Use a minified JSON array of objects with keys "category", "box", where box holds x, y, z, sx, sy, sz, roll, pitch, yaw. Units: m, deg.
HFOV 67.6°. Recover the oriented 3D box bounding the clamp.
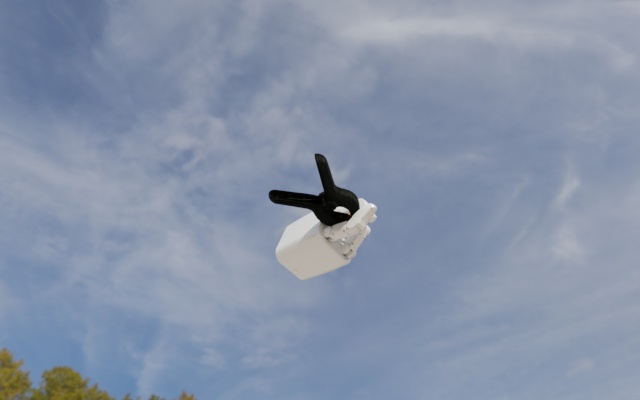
[{"category":"clamp","box":[0.000,0.002,0.803,0.120,0.039,0.171,-26,-52,26]}]
